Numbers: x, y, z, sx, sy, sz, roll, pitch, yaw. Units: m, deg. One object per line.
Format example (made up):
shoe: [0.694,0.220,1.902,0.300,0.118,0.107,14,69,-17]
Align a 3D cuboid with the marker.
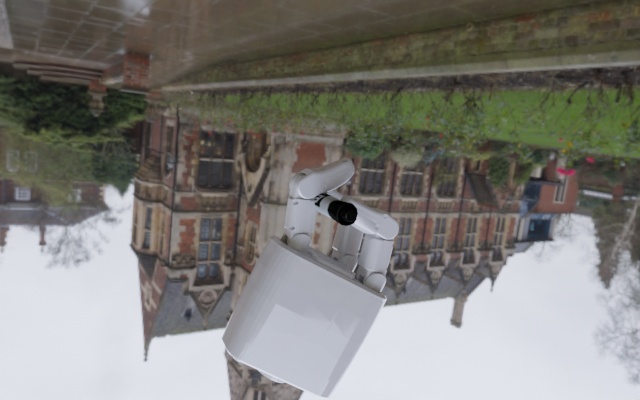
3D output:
marker: [0.000,0.001,0.423,0.020,0.020,0.121,0,11,-23]
